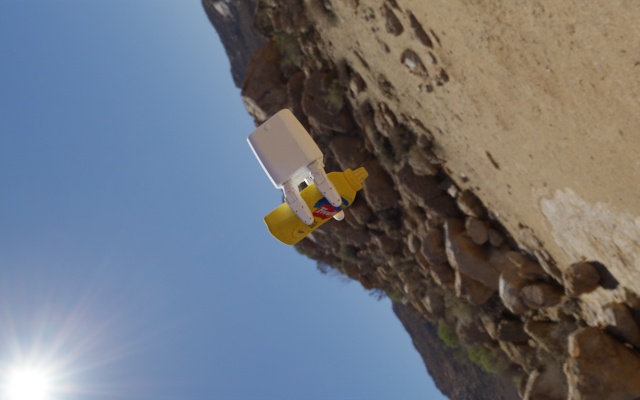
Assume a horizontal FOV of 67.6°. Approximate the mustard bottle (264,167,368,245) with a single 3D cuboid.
[{"bbox_3d":[0.000,0.003,0.836,0.191,0.058,0.096,-35,-31,11],"label":"mustard bottle"}]
